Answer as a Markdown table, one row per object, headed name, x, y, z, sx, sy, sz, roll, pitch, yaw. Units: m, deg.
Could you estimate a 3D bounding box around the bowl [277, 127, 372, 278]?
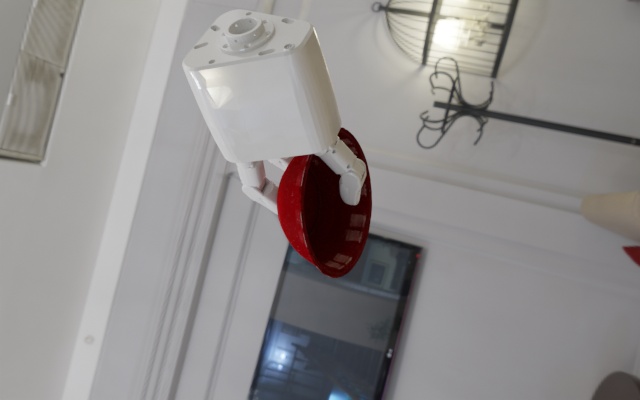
| name | x | y | z | sx | sy | sz | roll | pitch | yaw |
| --- | --- | --- | --- | --- | --- | --- | --- | --- | --- |
| bowl | 0.000 | 0.003 | 0.526 | 0.055 | 0.162 | 0.162 | 0 | 0 | 30 |
